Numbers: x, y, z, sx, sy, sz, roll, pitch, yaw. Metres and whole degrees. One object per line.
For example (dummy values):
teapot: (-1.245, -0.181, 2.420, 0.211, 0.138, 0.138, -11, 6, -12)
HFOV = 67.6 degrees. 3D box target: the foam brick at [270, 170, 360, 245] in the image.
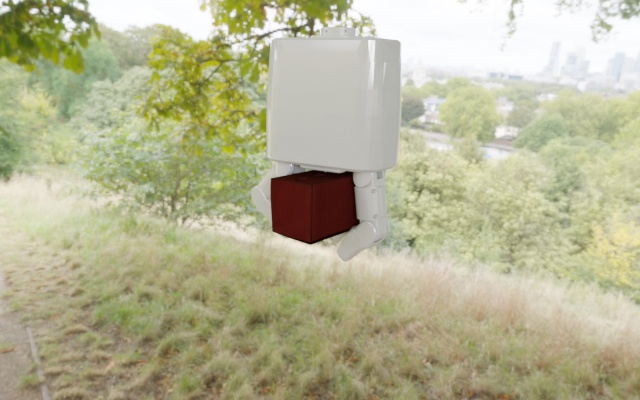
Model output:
foam brick: (0.000, 0.002, 0.430, 0.053, 0.051, 0.078, 12, 19, 42)
